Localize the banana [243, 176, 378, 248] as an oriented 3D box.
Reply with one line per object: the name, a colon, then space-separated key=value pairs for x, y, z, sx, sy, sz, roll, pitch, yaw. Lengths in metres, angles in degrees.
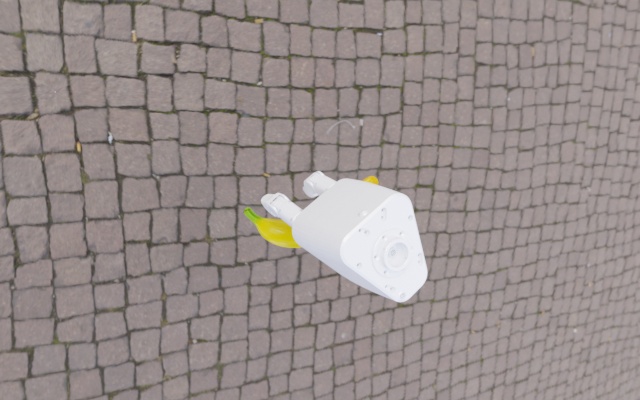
banana: x=0.000 y=0.021 z=0.641 sx=0.198 sy=0.069 sz=0.037 roll=-15 pitch=12 yaw=-24
